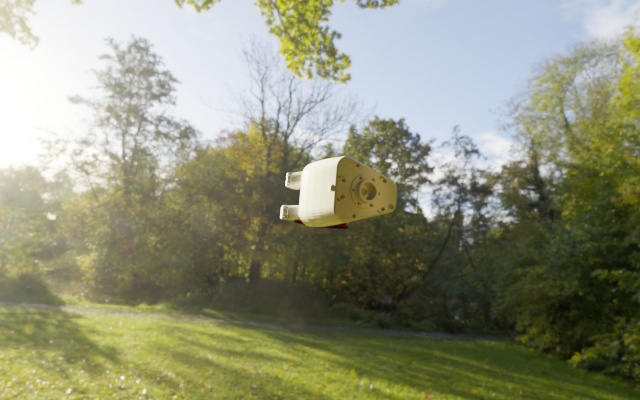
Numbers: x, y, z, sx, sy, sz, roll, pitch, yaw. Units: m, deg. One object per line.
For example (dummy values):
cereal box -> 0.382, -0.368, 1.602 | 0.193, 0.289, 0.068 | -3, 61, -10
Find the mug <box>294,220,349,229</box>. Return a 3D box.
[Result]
mug -> -0.001, 0.003, 0.821 | 0.093, 0.081, 0.117 | 11, -8, -29
